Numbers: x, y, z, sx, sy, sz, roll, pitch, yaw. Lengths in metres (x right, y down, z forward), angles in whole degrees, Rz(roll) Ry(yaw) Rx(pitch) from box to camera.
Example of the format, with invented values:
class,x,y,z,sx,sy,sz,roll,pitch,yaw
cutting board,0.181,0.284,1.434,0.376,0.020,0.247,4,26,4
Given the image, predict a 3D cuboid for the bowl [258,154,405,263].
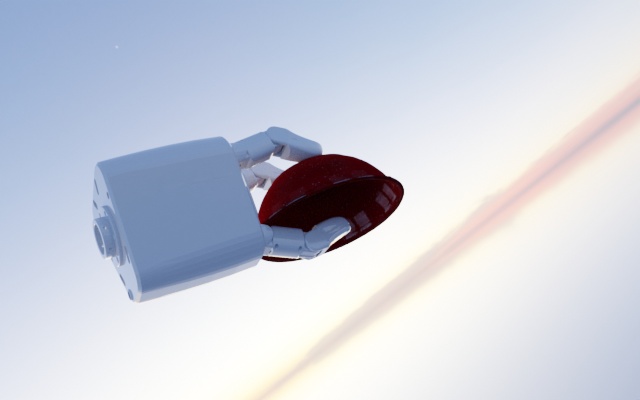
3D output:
class,x,y,z,sx,sy,sz,roll,pitch,yaw
bowl,0.001,0.001,0.483,0.162,0.055,0.162,-18,-25,-9
